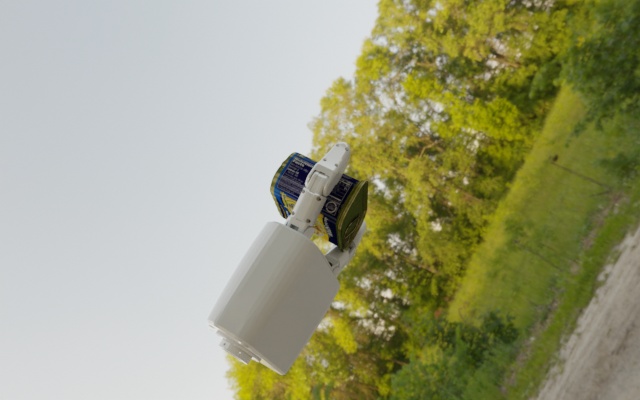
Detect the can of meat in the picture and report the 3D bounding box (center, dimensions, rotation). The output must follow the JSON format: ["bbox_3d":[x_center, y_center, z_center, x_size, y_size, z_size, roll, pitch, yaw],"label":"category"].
[{"bbox_3d":[0.000,0.001,0.503,0.084,0.057,0.102,26,-20,15],"label":"can of meat"}]
